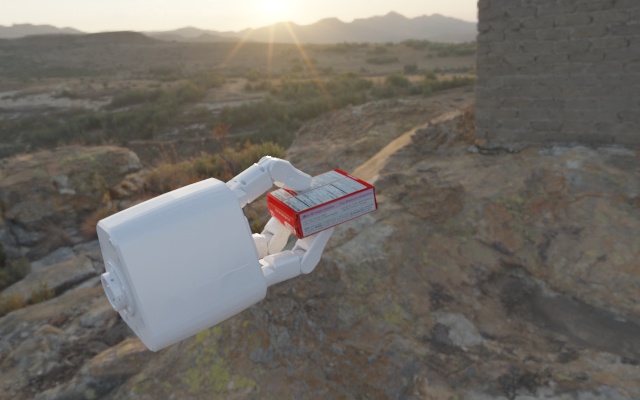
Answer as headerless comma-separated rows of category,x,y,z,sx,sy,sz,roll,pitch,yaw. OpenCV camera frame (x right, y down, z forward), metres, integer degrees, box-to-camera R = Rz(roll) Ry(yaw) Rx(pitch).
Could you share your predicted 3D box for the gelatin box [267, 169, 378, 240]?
gelatin box,0.000,0.001,0.480,0.089,0.030,0.073,-21,25,-22
